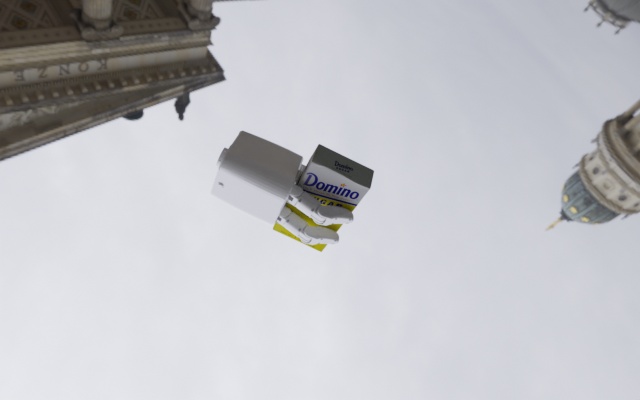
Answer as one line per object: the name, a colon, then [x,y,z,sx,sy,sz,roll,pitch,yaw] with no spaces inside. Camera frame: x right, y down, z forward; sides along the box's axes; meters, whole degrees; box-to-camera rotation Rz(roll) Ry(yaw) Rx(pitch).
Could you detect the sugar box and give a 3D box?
sugar box: [0.000,0.003,0.728,0.093,0.048,0.176,25,-41,-7]
